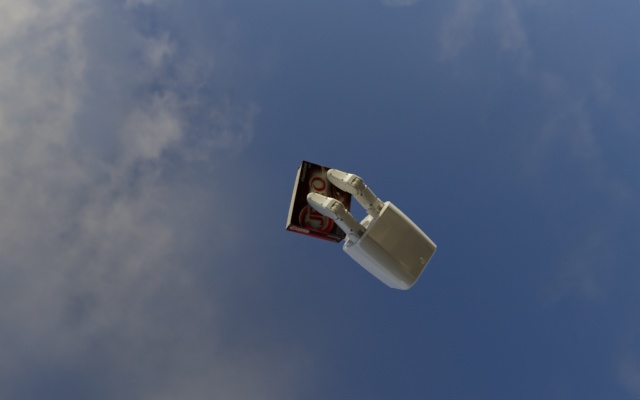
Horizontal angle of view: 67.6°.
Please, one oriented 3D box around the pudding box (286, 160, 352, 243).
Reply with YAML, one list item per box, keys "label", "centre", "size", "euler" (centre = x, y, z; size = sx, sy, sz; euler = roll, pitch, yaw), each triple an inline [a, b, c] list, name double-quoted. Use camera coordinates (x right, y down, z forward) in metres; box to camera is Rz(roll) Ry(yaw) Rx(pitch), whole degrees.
- label: "pudding box"
  centre: [0.000, 0.003, 0.752]
  size: [0.090, 0.113, 0.039]
  euler: [15, -25, -13]
